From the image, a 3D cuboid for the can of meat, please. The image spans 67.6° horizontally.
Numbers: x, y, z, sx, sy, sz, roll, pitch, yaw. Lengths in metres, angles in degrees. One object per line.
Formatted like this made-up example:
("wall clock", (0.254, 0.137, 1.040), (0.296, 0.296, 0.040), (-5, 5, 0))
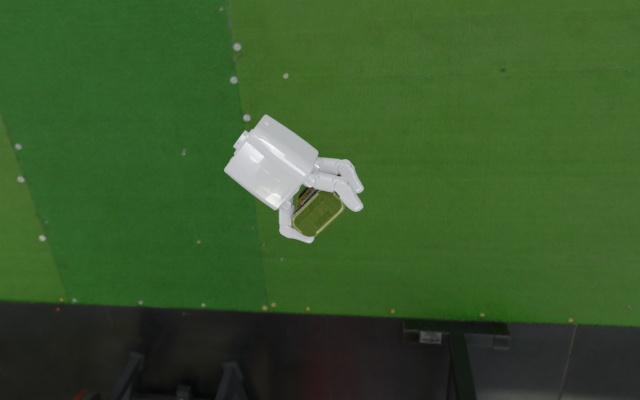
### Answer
("can of meat", (0.000, 0.003, 0.790), (0.057, 0.102, 0.084), (40, 25, -12))
